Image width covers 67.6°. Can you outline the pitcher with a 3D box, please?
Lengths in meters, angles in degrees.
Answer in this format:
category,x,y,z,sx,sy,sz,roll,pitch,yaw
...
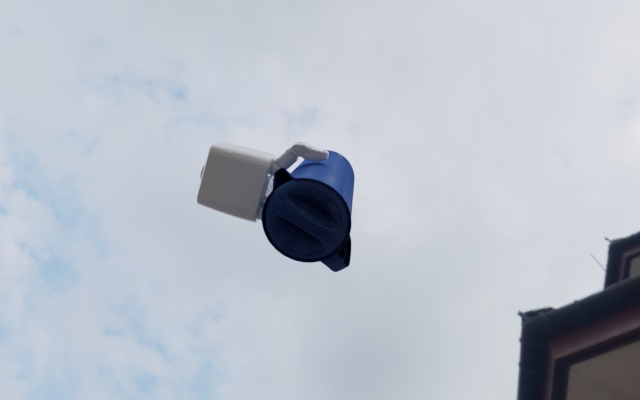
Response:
category,x,y,z,sx,sy,sz,roll,pitch,yaw
pitcher,0.000,0.003,0.801,0.145,0.149,0.242,15,21,4
